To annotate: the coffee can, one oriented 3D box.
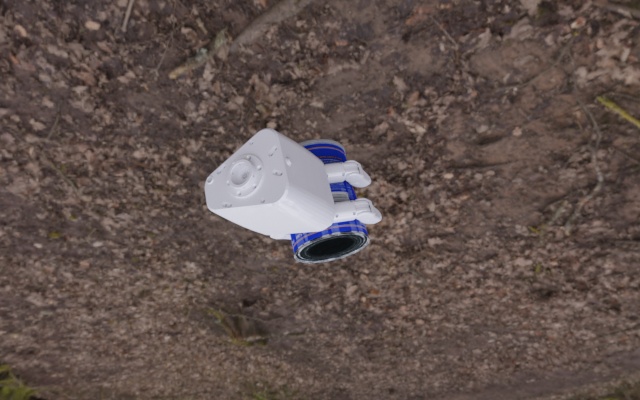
[{"bbox_3d":[0.000,0.002,0.654,0.103,0.140,0.103,-12,-24,-5],"label":"coffee can"}]
